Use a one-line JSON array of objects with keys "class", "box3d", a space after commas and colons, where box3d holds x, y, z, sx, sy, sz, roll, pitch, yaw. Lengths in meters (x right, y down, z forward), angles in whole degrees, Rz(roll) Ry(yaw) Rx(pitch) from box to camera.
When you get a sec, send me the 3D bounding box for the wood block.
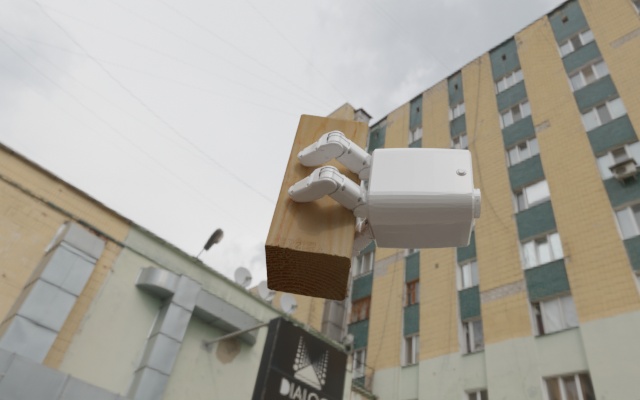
[{"class": "wood block", "box3d": [0.000, 0.002, 0.568, 0.090, 0.206, 0.091, 8, -41, 4]}]
